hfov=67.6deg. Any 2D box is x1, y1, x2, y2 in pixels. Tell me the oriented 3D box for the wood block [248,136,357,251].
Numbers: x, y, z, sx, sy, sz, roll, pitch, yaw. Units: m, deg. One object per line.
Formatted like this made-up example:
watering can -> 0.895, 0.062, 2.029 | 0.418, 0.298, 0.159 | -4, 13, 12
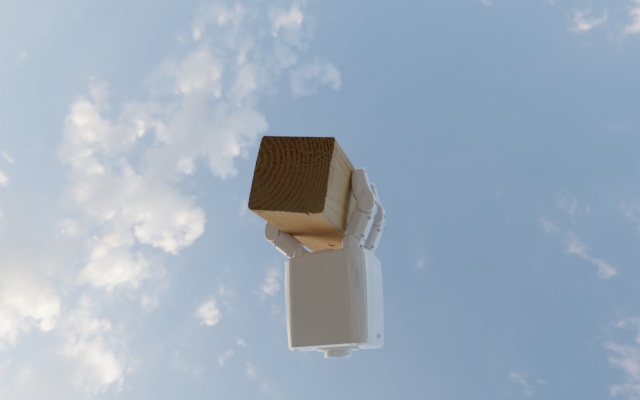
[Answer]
wood block -> 0.000, 0.002, 0.604 | 0.091, 0.090, 0.206 | 3, -17, 20
